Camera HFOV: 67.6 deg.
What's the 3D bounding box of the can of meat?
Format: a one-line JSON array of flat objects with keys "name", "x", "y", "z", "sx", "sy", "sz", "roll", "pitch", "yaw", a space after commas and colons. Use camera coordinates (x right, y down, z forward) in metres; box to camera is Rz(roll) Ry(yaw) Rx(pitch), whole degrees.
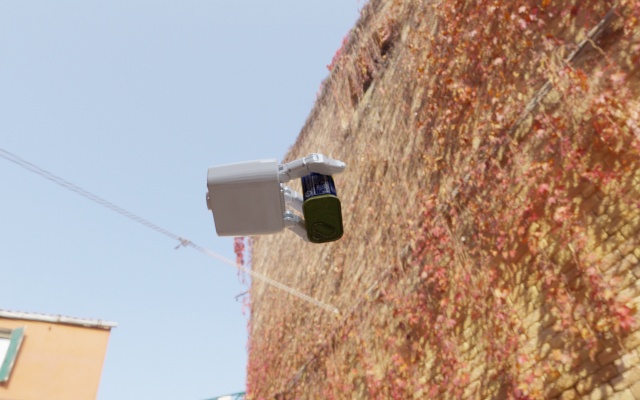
[{"name": "can of meat", "x": 0.000, "y": 0.002, "z": 0.744, "sx": 0.057, "sy": 0.102, "sz": 0.083, "roll": -9, "pitch": 45, "yaw": -1}]
